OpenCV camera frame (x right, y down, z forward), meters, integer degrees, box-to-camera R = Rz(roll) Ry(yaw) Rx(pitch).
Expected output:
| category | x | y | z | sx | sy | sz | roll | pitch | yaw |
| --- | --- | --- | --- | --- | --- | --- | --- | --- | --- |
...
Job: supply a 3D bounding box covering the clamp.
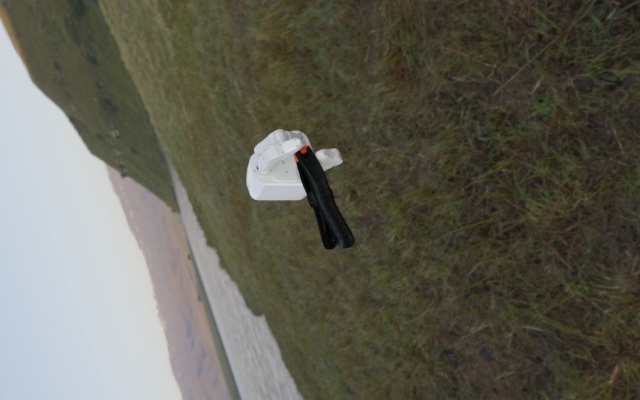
| category | x | y | z | sx | sy | sz | roll | pitch | yaw |
| --- | --- | --- | --- | --- | --- | --- | --- | --- | --- |
| clamp | 0.000 | 0.002 | 0.737 | 0.039 | 0.171 | 0.120 | -17 | -12 | -19 |
